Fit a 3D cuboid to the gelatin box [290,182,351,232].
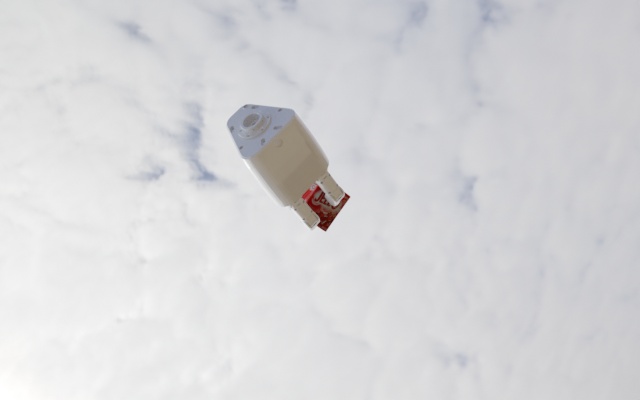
[{"bbox_3d":[0.000,0.002,0.767,0.030,0.073,0.089,35,0,38],"label":"gelatin box"}]
